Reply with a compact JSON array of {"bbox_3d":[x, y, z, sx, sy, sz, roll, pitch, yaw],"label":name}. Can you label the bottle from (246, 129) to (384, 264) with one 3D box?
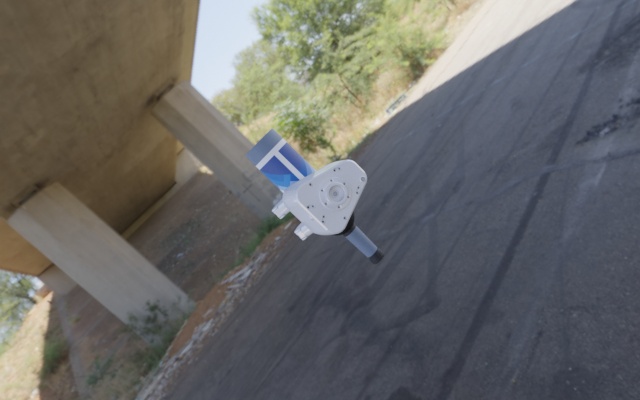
[{"bbox_3d":[0.000,0.003,0.830,0.296,0.069,0.069,44,-8,-8],"label":"bottle"}]
